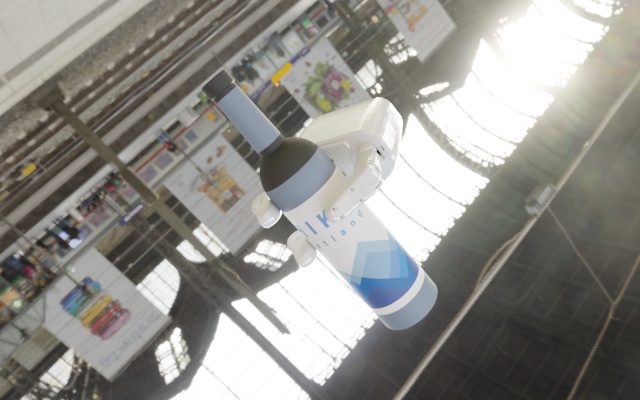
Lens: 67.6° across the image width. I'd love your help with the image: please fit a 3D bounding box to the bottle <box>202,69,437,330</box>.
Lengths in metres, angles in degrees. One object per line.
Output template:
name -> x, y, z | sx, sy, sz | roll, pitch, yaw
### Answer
bottle -> 0.000, 0.002, 0.453 | 0.069, 0.296, 0.069 | -37, 17, 13
